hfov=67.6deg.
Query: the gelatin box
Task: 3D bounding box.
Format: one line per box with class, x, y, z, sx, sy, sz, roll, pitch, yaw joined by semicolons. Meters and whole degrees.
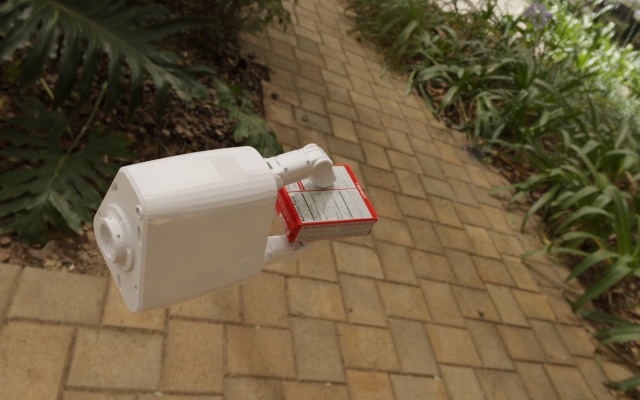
gelatin box;0.001;0.001;0.456;0.089;0.073;0.030;-4;-40;-30
